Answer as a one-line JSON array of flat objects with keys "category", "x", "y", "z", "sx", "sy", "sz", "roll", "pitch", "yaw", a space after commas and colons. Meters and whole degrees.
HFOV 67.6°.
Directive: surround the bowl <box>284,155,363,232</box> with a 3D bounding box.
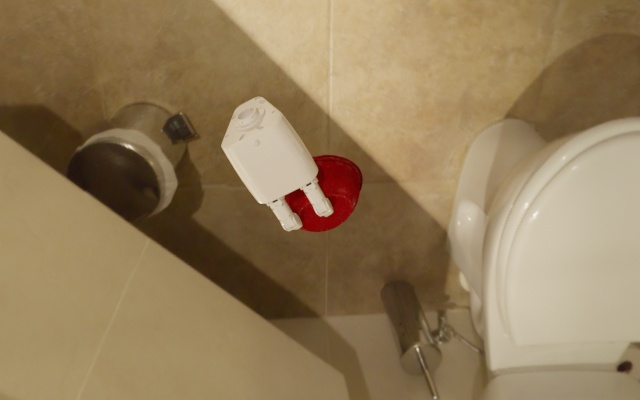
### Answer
[{"category": "bowl", "x": 0.001, "y": 0.003, "z": 0.783, "sx": 0.162, "sy": 0.055, "sz": 0.162, "roll": -12, "pitch": -40, "yaw": -10}]
